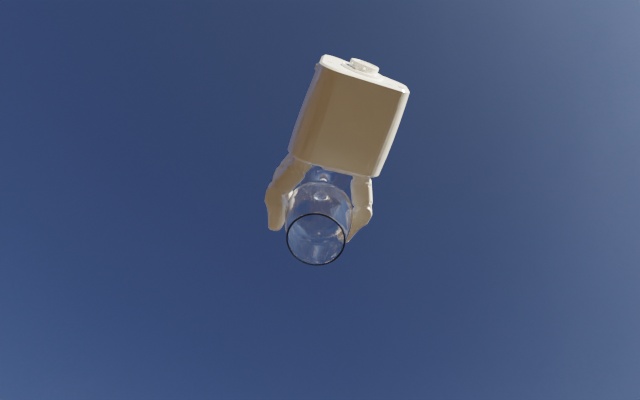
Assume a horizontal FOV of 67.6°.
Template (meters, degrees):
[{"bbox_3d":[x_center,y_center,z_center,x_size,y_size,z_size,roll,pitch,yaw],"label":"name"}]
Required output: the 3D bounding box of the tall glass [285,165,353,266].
[{"bbox_3d":[0.000,0.002,0.583,0.079,0.079,0.201,0,24,3],"label":"tall glass"}]
